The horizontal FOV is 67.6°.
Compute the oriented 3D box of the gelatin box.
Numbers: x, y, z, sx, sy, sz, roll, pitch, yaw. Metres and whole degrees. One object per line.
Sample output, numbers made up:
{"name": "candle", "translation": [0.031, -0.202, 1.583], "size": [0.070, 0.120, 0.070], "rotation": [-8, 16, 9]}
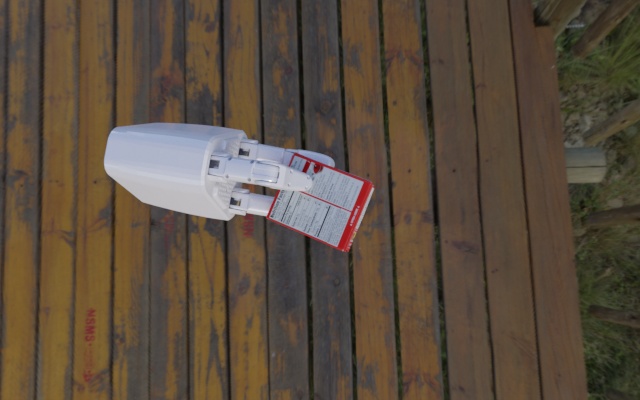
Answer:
{"name": "gelatin box", "translation": [0.000, 0.002, 0.481], "size": [0.089, 0.073, 0.030], "rotation": [22, -2, 14]}
